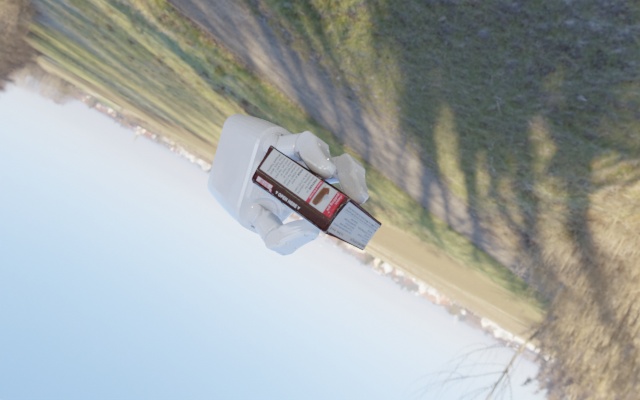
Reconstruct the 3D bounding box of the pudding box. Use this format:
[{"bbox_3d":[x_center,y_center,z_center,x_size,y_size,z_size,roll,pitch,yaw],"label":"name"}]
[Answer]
[{"bbox_3d":[0.000,0.002,0.438,0.090,0.039,0.113,34,2,24],"label":"pudding box"}]
